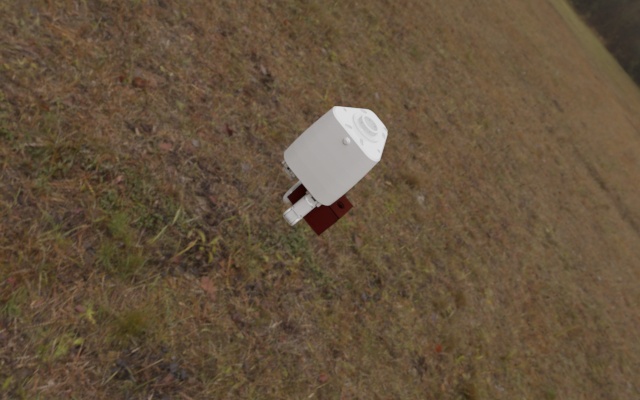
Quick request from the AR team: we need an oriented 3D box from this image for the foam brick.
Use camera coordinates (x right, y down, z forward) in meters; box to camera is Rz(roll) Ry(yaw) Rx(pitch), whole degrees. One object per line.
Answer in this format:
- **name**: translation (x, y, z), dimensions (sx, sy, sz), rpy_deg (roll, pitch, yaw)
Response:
- **foam brick**: translation (0.000, 0.003, 0.716), dimensions (0.051, 0.078, 0.053), rpy_deg (-40, -1, 33)
